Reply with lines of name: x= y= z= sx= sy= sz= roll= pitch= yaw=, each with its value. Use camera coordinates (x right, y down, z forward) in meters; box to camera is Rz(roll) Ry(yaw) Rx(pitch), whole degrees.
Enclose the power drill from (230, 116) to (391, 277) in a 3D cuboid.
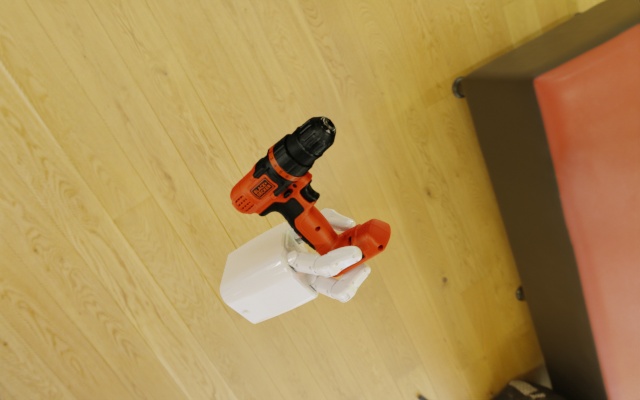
power drill: x=0.000 y=0.002 z=0.604 sx=0.184 sy=0.188 sz=0.057 roll=-36 pitch=17 yaw=38
